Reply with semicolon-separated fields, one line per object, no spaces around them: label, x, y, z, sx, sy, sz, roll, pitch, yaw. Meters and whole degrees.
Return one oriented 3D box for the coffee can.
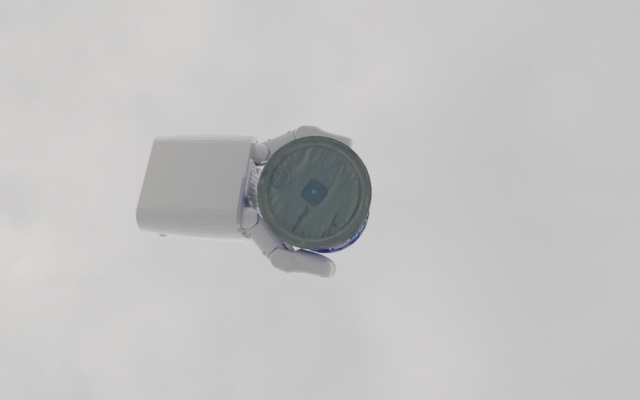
coffee can;0.000;0.002;0.490;0.103;0.103;0.140;0;-8;5
